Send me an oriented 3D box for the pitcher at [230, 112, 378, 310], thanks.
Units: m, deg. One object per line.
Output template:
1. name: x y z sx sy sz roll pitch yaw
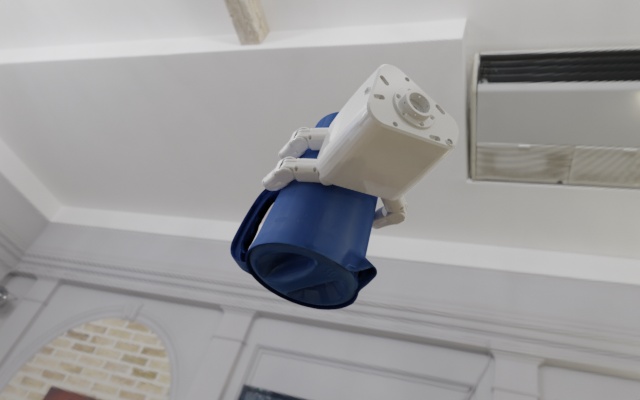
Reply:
1. pitcher: 0.000 0.002 0.604 0.149 0.242 0.145 29 -38 -10
